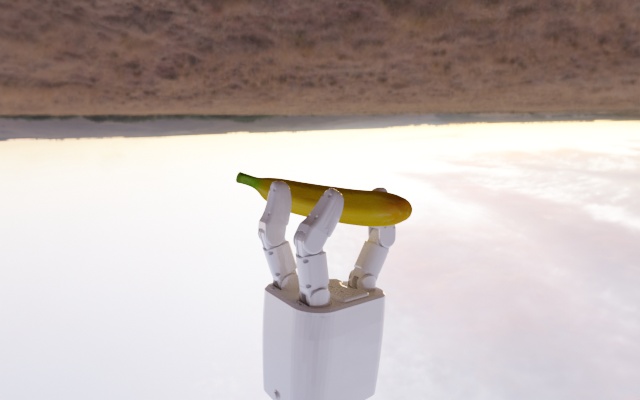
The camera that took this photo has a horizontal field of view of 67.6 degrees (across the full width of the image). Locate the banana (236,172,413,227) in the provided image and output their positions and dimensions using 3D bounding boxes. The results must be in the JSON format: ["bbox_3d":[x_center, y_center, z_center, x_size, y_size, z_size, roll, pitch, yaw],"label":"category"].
[{"bbox_3d":[0.008,0.002,0.467,0.198,0.037,0.069,9,0,34],"label":"banana"}]
